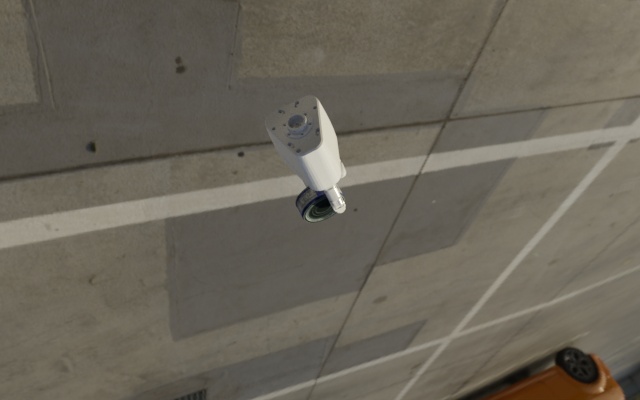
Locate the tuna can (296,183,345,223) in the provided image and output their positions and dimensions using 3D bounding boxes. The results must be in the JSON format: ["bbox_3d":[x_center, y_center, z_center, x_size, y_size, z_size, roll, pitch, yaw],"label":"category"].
[{"bbox_3d":[0.000,0.003,0.866,0.086,0.033,0.086,-22,-29,-13],"label":"tuna can"}]
